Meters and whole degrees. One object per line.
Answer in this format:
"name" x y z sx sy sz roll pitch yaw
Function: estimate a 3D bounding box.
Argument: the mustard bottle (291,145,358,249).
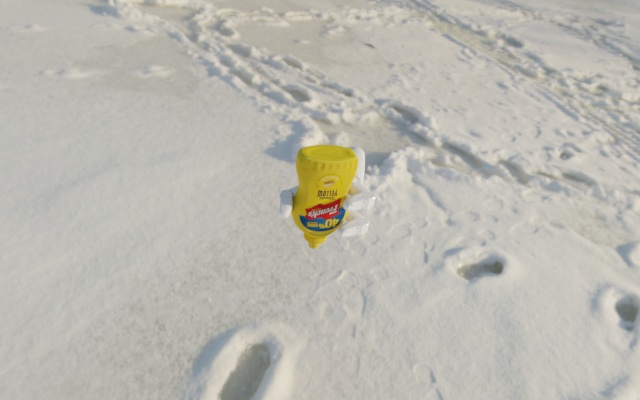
"mustard bottle" 0.000 0.003 0.798 0.096 0.192 0.058 -3 36 -17
